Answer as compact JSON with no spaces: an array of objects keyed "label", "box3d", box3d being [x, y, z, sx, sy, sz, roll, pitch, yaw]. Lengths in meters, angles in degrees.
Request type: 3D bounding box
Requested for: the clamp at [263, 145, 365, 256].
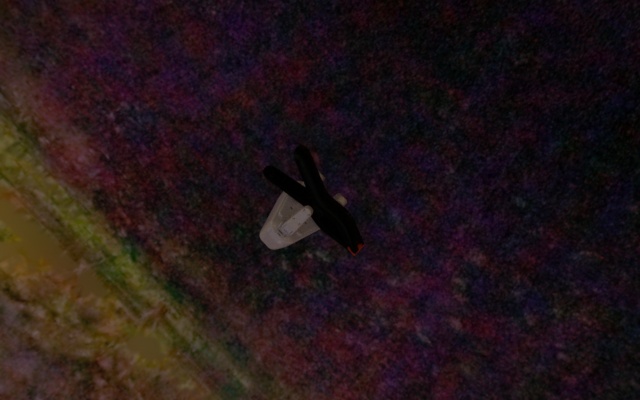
[{"label":"clamp","box3d":[0.000,0.003,0.768,0.036,0.210,0.164,-45,5,-22]}]
